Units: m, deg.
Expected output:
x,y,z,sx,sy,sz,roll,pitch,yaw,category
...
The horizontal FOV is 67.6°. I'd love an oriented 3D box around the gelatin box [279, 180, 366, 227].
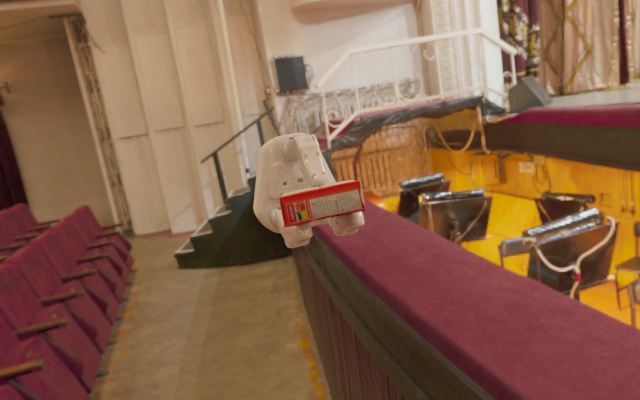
x,y,z,sx,sy,sz,roll,pitch,yaw,category
0.000,0.001,0.456,0.073,0.030,0.089,-11,3,-2,gelatin box
